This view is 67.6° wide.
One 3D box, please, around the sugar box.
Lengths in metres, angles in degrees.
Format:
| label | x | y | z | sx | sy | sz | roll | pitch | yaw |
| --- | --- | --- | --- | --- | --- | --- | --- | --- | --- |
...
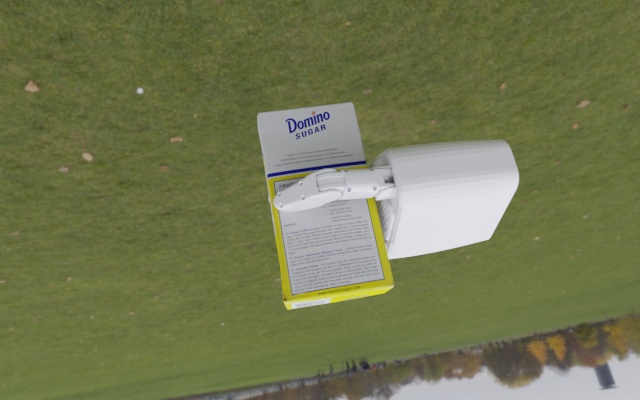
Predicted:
| label | x | y | z | sx | sy | sz | roll | pitch | yaw |
| --- | --- | --- | --- | --- | --- | --- | --- | --- | --- |
| sugar box | 0.000 | 0.002 | 0.432 | 0.093 | 0.176 | 0.048 | -8 | -20 | -7 |
